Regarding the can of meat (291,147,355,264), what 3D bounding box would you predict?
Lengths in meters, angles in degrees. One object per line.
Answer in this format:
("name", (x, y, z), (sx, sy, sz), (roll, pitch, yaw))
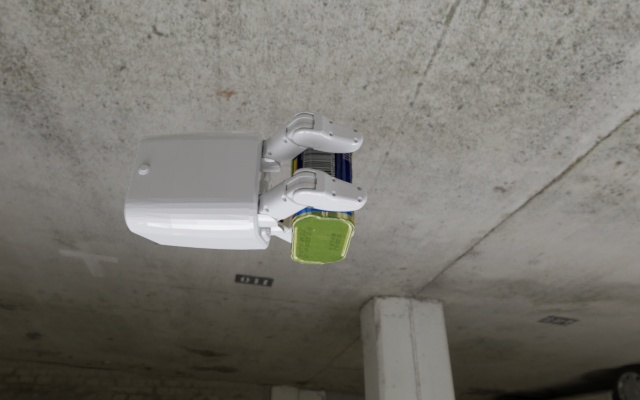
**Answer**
("can of meat", (0.000, 0.002, 0.434), (0.057, 0.084, 0.102), (2, -30, -3))
